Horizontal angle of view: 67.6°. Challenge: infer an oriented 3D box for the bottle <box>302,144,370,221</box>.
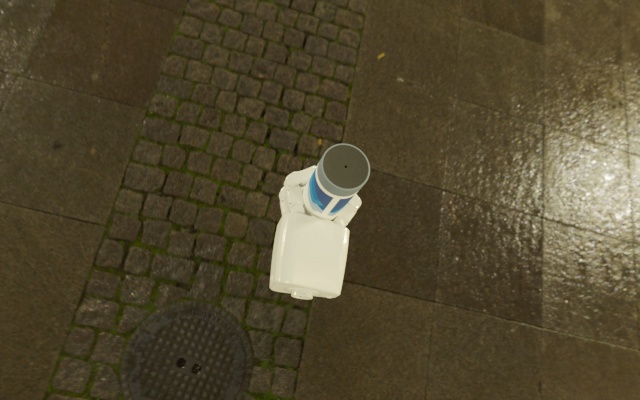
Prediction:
[{"bbox_3d":[0.000,0.002,0.756,0.069,0.069,0.296,0,-18,-14],"label":"bottle"}]
